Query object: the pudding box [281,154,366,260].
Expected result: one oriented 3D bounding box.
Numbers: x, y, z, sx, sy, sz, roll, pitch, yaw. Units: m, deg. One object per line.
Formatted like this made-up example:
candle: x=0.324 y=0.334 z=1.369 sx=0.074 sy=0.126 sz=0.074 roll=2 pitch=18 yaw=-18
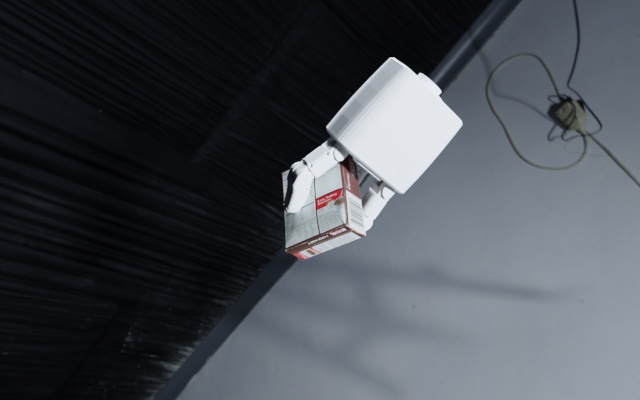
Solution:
pudding box: x=0.000 y=0.002 z=0.557 sx=0.090 sy=0.113 sz=0.039 roll=-25 pitch=-38 yaw=29
